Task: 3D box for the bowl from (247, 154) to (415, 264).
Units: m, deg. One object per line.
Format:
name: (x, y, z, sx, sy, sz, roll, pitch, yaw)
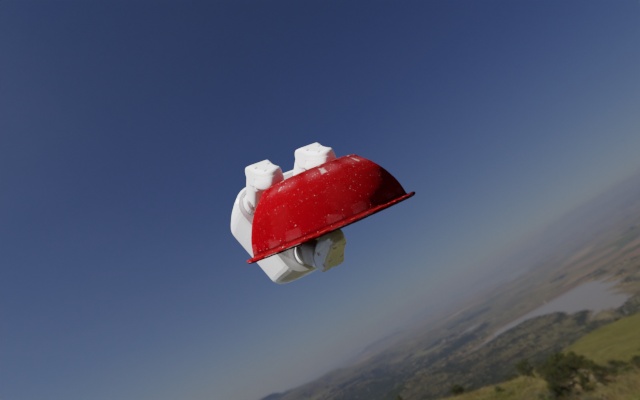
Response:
bowl: (0.001, 0.001, 0.430, 0.162, 0.055, 0.162, -22, -2, -1)
